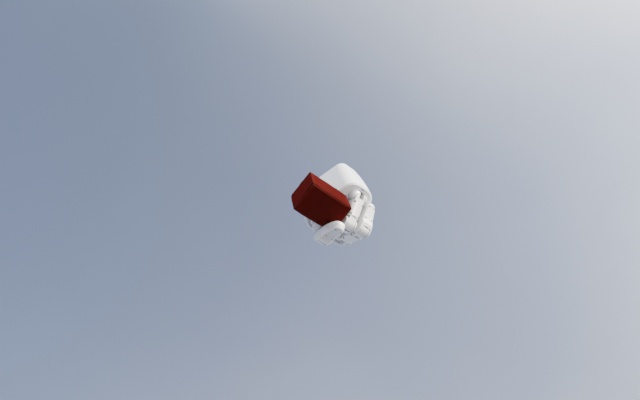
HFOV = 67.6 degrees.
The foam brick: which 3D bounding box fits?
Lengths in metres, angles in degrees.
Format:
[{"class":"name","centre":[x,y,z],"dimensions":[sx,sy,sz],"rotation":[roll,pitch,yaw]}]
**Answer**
[{"class":"foam brick","centre":[0.000,0.002,0.749],"dimensions":[0.078,0.053,0.051],"rotation":[33,17,-22]}]
